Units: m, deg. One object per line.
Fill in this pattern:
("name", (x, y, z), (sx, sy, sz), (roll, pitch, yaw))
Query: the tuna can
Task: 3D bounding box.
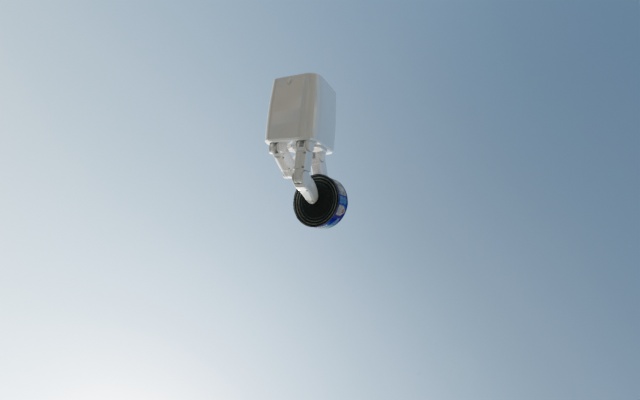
("tuna can", (0.000, 0.003, 0.764), (0.086, 0.086, 0.034), (0, -10, 33))
